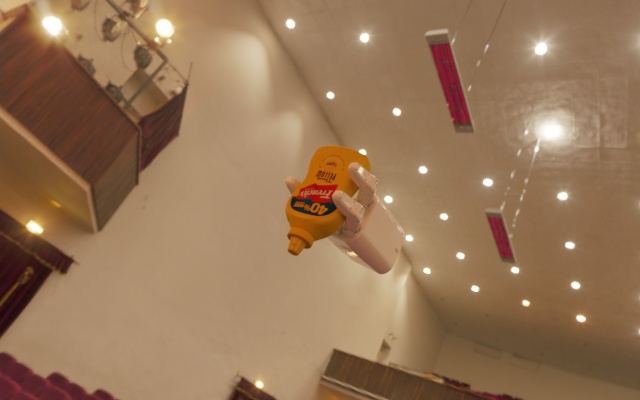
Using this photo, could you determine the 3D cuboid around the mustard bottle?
[{"bbox_3d":[0.000,0.002,0.741,0.096,0.191,0.058,15,-30,25],"label":"mustard bottle"}]
